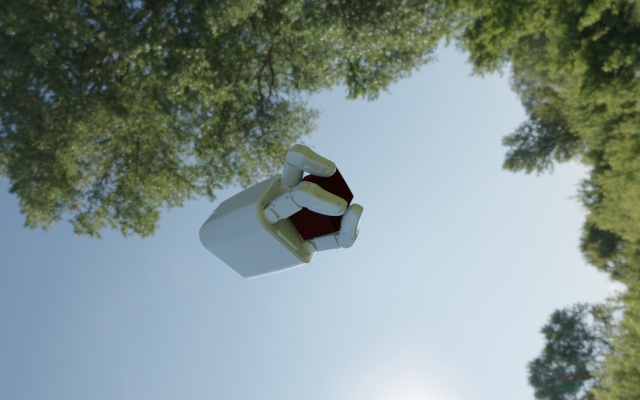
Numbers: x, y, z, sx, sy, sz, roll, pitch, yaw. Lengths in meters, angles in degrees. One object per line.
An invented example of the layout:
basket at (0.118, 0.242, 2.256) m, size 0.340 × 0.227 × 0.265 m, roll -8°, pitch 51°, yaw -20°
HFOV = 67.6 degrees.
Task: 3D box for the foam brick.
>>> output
foam brick at (0.000, 0.002, 0.593) m, size 0.051 × 0.053 × 0.078 m, roll -18°, pitch 25°, yaw 29°
